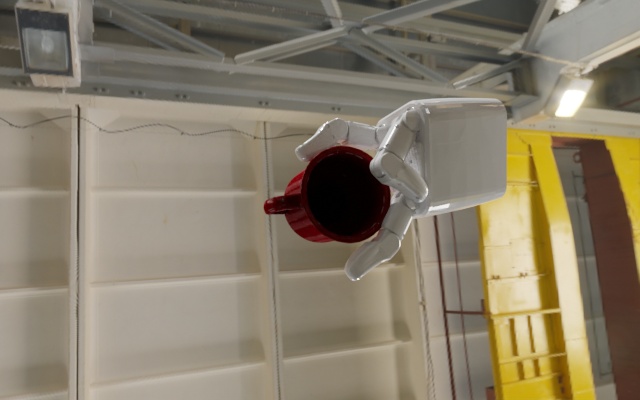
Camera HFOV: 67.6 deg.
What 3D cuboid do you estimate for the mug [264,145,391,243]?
[{"bbox_3d":[-0.001,0.002,0.479,0.117,0.093,0.081,-9,-5,-23],"label":"mug"}]
